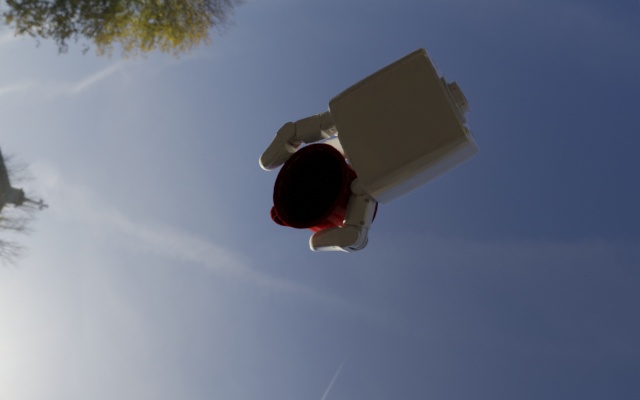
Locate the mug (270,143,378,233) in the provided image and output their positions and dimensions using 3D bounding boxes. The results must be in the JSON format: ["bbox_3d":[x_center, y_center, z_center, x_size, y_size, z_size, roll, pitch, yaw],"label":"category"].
[{"bbox_3d":[-0.001,0.002,0.520,0.117,0.093,0.081,-28,-33,24],"label":"mug"}]
